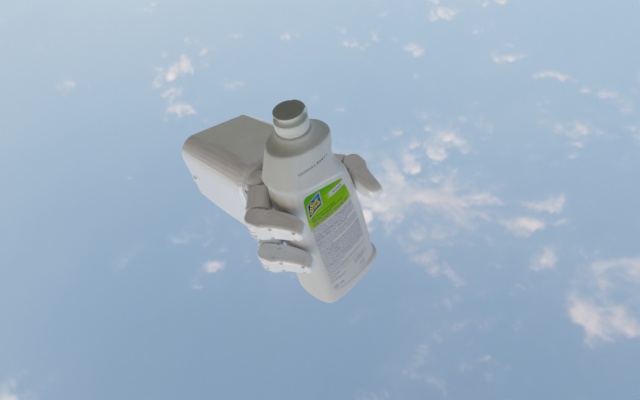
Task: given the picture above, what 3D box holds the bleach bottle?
[{"bbox_3d":[0.000,0.002,0.495,0.068,0.251,0.102,28,60,33],"label":"bleach bottle"}]
